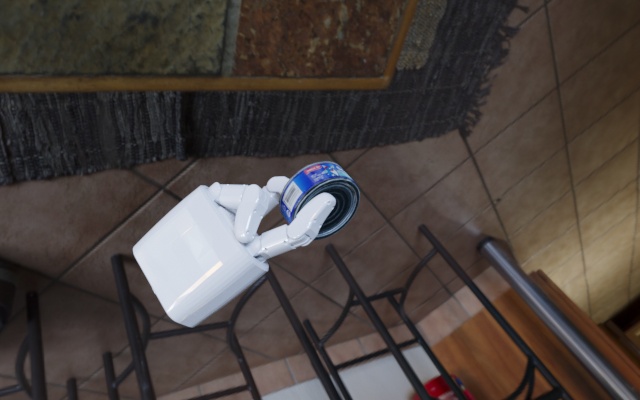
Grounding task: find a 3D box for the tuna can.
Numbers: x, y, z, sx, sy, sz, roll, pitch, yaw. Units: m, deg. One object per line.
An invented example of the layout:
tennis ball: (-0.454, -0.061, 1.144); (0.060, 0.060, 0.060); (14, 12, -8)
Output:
tuna can: (0.000, 0.002, 0.523); (0.086, 0.086, 0.033); (0, 35, -37)
